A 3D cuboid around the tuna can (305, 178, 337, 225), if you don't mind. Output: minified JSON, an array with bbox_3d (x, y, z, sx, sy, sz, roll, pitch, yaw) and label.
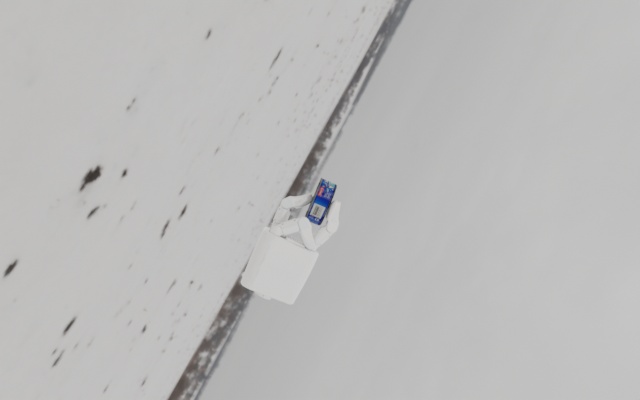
[{"bbox_3d":[0.001,0.003,0.899,0.034,0.086,0.086,23,-1,-2],"label":"tuna can"}]
